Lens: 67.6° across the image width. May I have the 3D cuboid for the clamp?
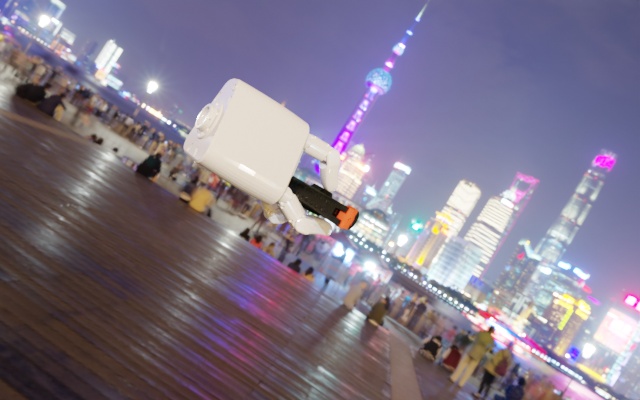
[{"bbox_3d":[0.001,0.001,0.649,0.164,0.036,0.210,29,0,-33],"label":"clamp"}]
